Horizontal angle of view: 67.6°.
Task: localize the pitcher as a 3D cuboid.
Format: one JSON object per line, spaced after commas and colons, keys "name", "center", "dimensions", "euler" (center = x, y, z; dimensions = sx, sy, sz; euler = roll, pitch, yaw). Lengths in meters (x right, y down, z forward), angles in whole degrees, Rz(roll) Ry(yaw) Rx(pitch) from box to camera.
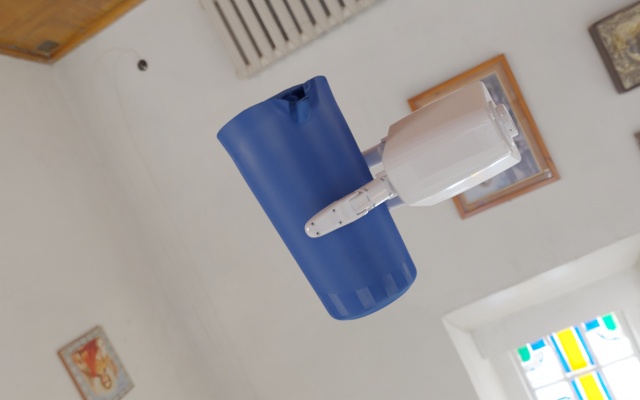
{"name": "pitcher", "center": [0.000, 0.002, 0.527], "dimensions": [0.145, 0.243, 0.149], "euler": [-27, 3, 25]}
